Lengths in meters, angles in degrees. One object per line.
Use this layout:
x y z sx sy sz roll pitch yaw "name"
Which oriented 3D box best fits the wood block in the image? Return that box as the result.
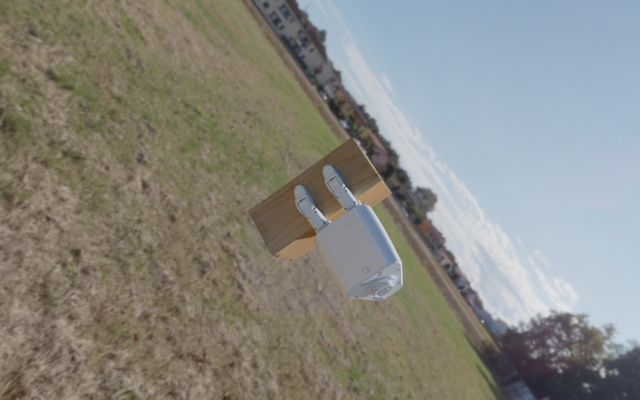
0.001 0.003 0.781 0.206 0.090 0.091 -35 -22 8 "wood block"
